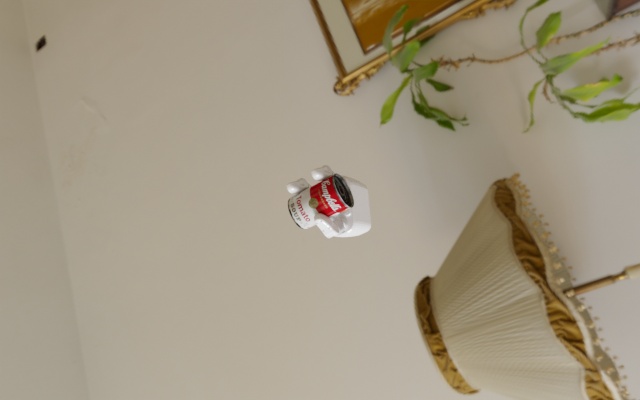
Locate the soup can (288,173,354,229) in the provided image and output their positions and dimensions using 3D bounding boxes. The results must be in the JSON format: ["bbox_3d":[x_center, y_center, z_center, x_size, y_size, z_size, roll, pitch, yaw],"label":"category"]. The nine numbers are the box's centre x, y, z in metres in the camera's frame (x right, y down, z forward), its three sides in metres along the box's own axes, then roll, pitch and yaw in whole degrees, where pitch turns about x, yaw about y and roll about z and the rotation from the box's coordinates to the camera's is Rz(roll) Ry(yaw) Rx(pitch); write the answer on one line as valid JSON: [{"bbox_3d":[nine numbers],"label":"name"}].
[{"bbox_3d":[0.000,0.003,0.867,0.102,0.068,0.068,-26,-11,22],"label":"soup can"}]
